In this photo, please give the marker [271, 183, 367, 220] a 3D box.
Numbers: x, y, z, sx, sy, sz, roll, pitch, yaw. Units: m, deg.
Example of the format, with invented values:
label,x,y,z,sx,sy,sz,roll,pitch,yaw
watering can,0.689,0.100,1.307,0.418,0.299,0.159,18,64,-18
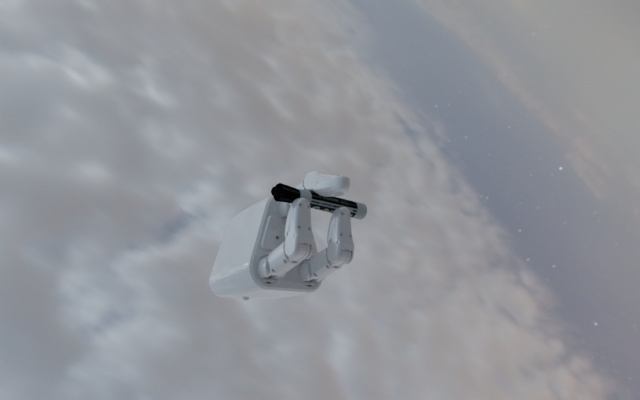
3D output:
label,x,y,z,sx,sy,sz,roll,pitch,yaw
marker,0.000,0.002,0.509,0.121,0.020,0.020,13,-8,-37
